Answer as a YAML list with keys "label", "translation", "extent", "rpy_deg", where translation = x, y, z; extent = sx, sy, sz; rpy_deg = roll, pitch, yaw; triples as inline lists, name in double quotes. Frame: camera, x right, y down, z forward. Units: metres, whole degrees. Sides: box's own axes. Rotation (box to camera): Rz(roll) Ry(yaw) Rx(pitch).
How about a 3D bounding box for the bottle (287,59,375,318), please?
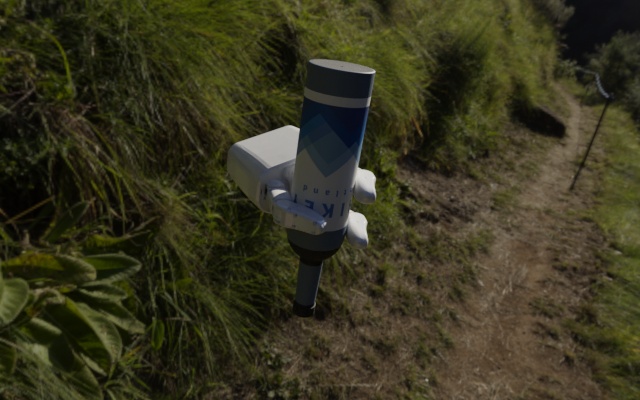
- label: "bottle"
  translation: [0.000, 0.002, 0.525]
  extent: [0.069, 0.296, 0.069]
  rpy_deg: [8, 23, -3]
